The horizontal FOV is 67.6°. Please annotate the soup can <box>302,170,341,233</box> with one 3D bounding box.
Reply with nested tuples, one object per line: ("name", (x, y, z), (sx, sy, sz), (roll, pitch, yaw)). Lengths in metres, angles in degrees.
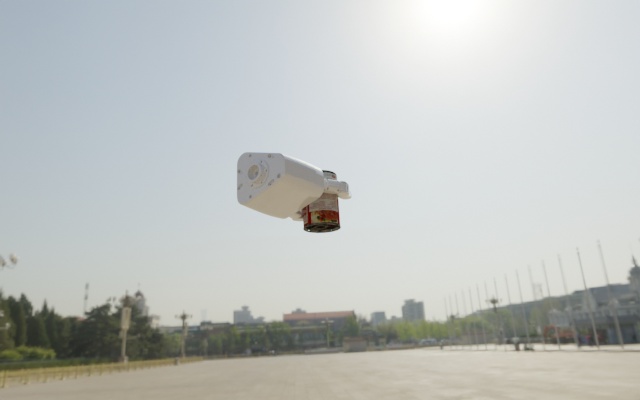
("soup can", (0.001, 0.003, 0.877), (0.068, 0.102, 0.068), (-3, -17, -1))
